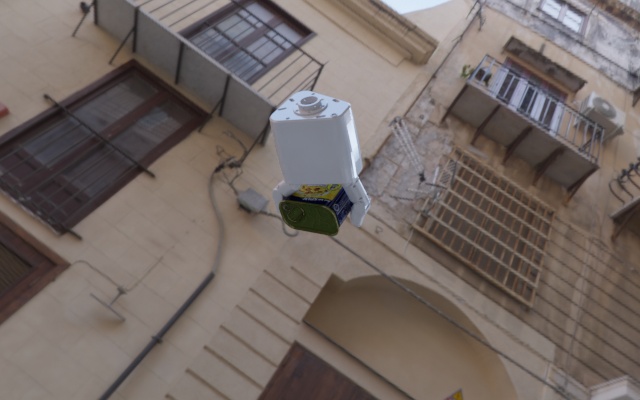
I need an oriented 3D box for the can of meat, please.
[{"bbox_3d":[0.000,0.002,0.749,0.102,0.057,0.084,8,42,31],"label":"can of meat"}]
